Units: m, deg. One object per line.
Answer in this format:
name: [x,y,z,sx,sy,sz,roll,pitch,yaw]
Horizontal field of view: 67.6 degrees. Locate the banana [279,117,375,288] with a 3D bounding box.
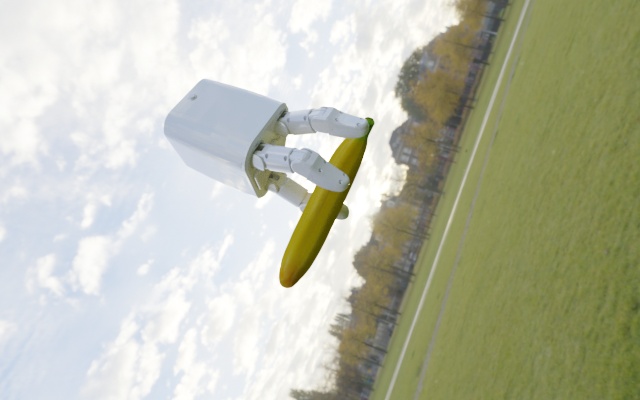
banana: [0.003,0.003,0.516,0.037,0.197,0.070,24,-10,10]
